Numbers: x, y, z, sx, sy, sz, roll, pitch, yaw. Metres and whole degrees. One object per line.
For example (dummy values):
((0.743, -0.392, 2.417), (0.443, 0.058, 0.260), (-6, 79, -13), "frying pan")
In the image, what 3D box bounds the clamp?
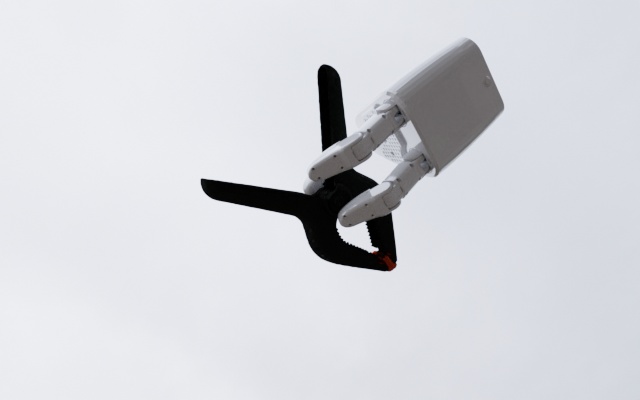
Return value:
((0.000, 0.002, 0.461), (0.164, 0.210, 0.036), (-39, 22, -13), "clamp")
